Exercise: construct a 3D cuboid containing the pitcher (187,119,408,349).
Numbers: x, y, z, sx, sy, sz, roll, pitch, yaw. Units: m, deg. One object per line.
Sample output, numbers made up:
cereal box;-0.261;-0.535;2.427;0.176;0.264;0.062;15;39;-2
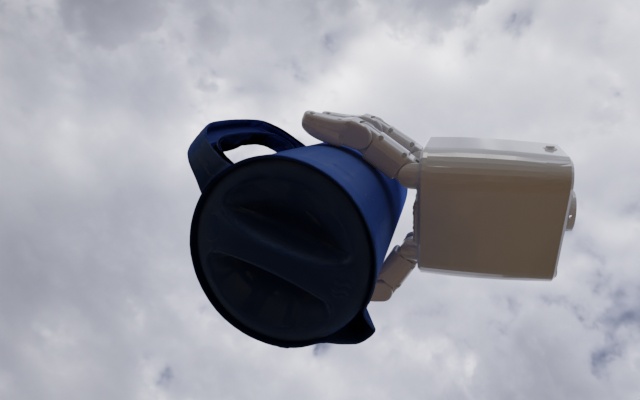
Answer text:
pitcher;0.000;0.001;0.416;0.145;0.149;0.242;4;15;17
